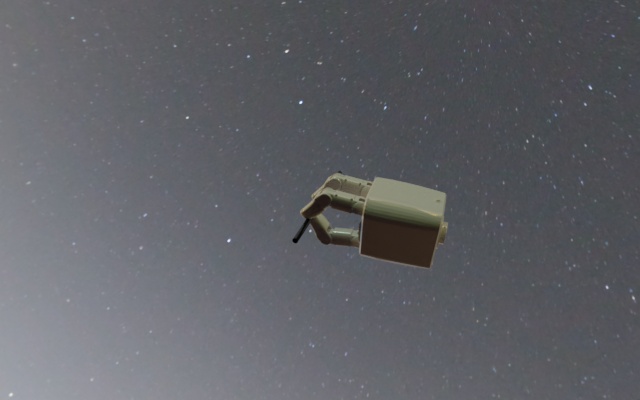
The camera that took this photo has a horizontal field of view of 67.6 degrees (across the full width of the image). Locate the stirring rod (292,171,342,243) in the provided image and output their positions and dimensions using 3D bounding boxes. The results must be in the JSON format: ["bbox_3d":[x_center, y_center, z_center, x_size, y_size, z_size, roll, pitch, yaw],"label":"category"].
[{"bbox_3d":[0.000,0.003,0.740,0.011,0.011,0.239,0,25,18],"label":"stirring rod"}]
